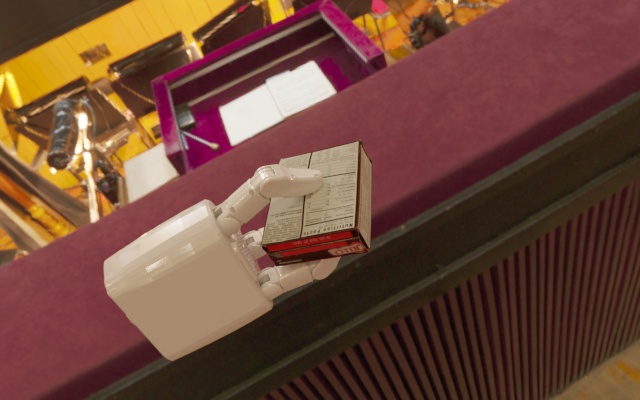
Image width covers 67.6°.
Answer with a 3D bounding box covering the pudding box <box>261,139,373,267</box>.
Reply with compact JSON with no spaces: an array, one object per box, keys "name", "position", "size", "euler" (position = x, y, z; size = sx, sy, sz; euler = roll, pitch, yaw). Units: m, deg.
[{"name":"pudding box","position":[0.000,0.001,0.439],"size":[0.090,0.113,0.039],"euler":[-11,-43,19]}]
